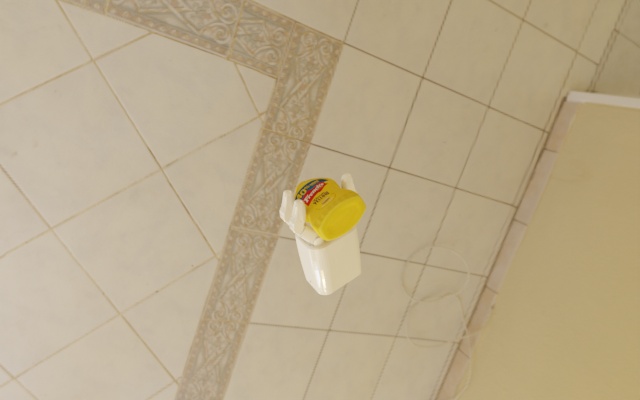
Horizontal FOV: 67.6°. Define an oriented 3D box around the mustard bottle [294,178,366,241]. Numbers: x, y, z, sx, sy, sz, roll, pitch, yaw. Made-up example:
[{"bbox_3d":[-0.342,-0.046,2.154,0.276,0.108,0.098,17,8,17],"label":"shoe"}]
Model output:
[{"bbox_3d":[0.000,0.003,0.883,0.096,0.058,0.191,-42,29,-7],"label":"mustard bottle"}]
